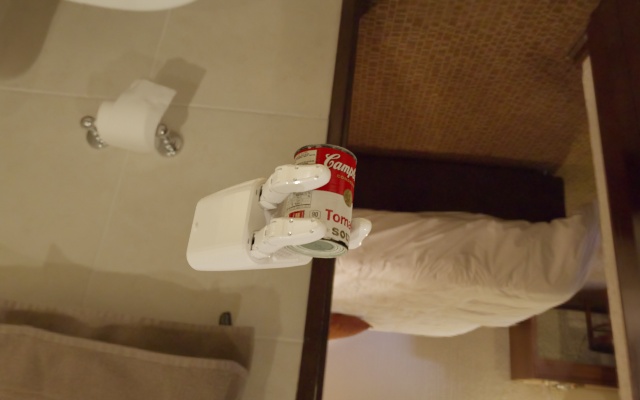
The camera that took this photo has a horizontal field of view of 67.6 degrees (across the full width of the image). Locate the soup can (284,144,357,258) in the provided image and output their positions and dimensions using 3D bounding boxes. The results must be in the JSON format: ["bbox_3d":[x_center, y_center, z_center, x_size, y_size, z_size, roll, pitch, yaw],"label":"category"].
[{"bbox_3d":[0.001,0.002,0.496,0.068,0.102,0.068,5,-22,2],"label":"soup can"}]
